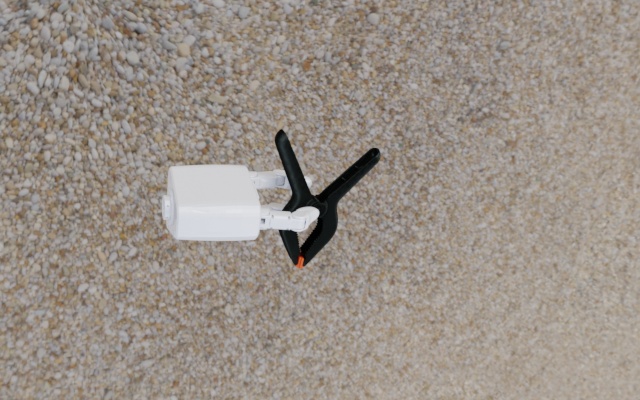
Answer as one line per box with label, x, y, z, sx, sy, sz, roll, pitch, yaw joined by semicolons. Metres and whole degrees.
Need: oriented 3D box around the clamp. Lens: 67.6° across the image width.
clamp;0.000;0.003;0.706;0.164;0.210;0.036;1;23;-22
